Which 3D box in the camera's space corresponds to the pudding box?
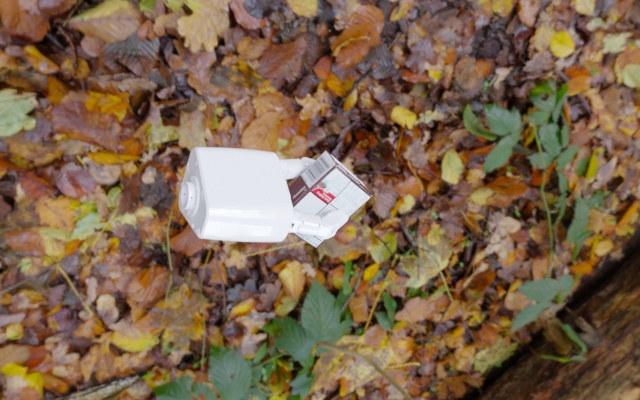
[{"bbox_3d":[0.000,0.002,0.639,0.090,0.113,0.039,36,16,-44],"label":"pudding box"}]
